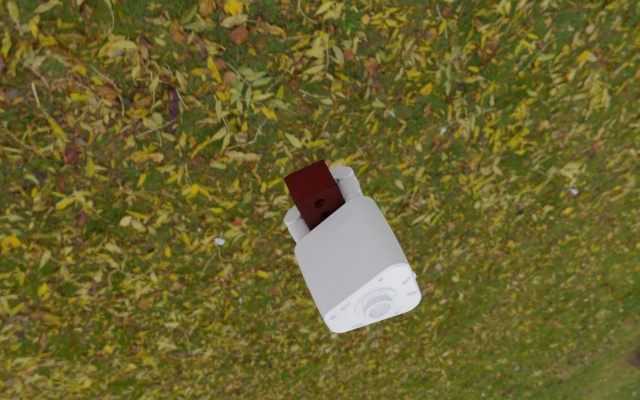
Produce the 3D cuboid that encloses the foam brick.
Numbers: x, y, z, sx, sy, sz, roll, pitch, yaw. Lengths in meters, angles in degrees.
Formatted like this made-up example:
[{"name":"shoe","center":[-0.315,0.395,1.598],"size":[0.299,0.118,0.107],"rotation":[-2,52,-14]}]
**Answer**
[{"name":"foam brick","center":[0.000,0.002,0.564],"size":[0.053,0.051,0.078],"rotation":[-27,-45,1]}]
